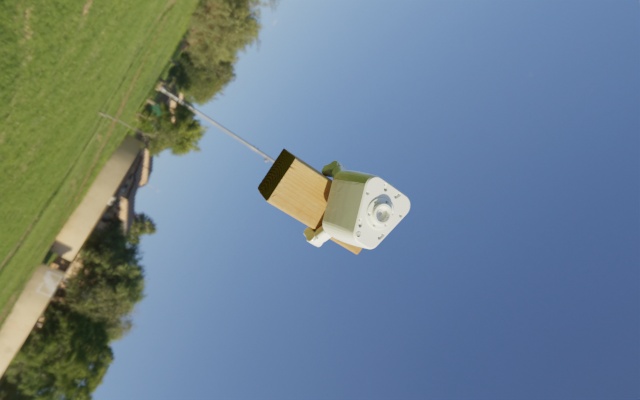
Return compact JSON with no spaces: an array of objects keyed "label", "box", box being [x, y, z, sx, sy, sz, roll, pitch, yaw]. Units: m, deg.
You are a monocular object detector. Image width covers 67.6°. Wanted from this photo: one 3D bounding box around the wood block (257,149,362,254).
[{"label":"wood block","box":[0.000,0.003,0.874,0.206,0.091,0.090,33,4,-25]}]
